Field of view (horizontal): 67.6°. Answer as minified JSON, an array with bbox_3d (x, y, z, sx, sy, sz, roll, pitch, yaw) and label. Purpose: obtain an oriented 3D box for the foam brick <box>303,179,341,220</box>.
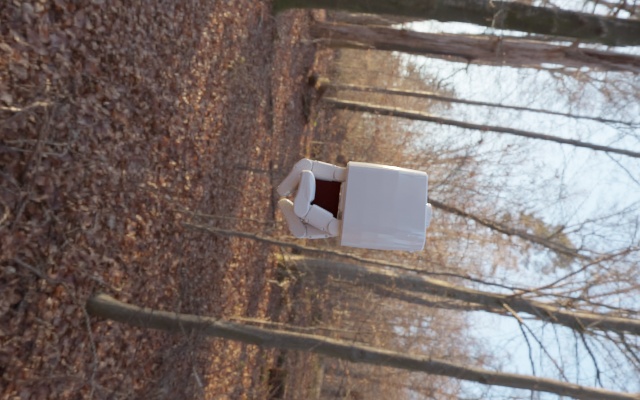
[{"bbox_3d":[0.000,0.002,0.657,0.051,0.053,0.078,6,-4,2],"label":"foam brick"}]
